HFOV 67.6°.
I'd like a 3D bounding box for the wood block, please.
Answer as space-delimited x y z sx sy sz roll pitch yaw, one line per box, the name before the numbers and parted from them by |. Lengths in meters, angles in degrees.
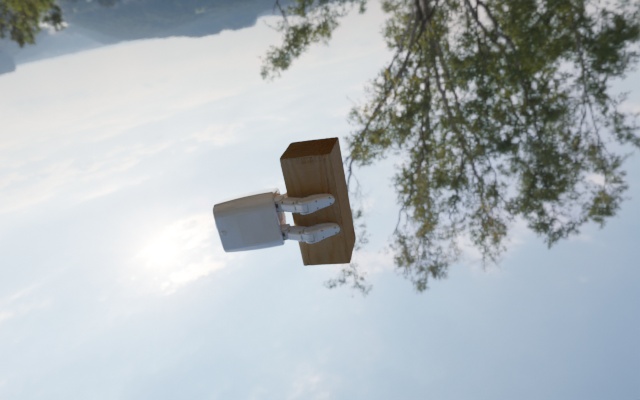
wood block | 0.000 0.003 0.845 0.090 0.206 0.090 -5 25 13
